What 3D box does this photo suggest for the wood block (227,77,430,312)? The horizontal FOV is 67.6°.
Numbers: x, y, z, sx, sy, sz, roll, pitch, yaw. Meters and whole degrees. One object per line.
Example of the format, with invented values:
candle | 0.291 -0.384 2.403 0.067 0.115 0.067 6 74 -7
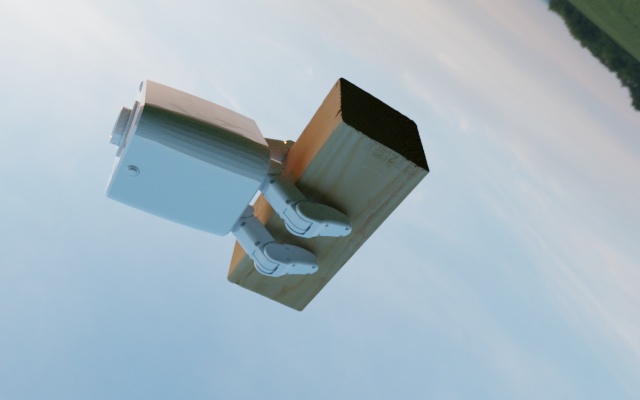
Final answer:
wood block | 0.000 0.001 0.461 0.090 0.206 0.090 27 34 -18
